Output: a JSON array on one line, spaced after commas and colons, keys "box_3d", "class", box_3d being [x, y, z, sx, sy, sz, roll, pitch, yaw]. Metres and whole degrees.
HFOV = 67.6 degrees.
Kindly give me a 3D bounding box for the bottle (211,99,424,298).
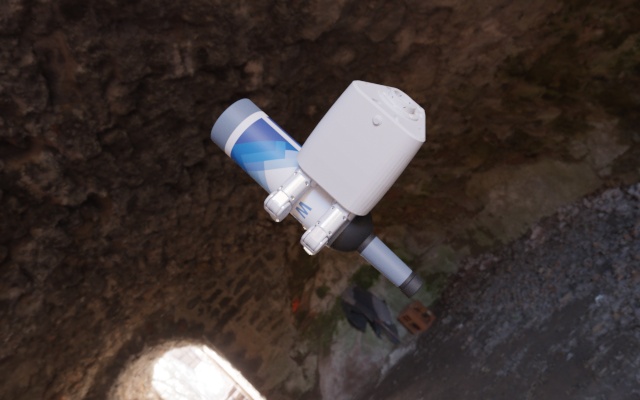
[{"box_3d": [0.000, 0.002, 0.555, 0.295, 0.069, 0.069, 42, 7, 8], "class": "bottle"}]
